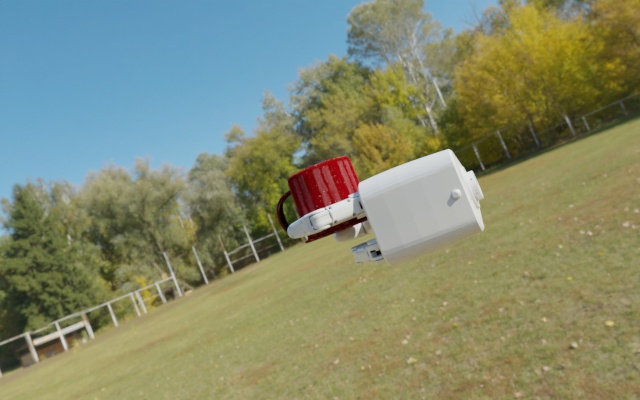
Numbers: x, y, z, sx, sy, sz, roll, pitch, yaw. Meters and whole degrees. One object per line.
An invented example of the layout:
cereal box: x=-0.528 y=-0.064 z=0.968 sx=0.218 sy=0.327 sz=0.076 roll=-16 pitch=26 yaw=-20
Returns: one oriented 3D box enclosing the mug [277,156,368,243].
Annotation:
mug: x=-0.001 y=0.002 z=0.582 sx=0.117 sy=0.081 sz=0.093 roll=-22 pitch=-3 yaw=19
